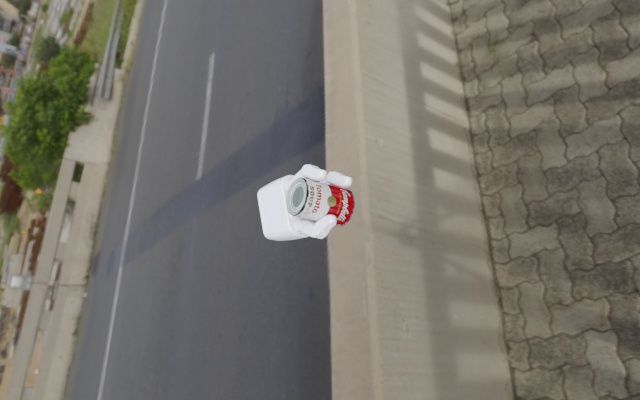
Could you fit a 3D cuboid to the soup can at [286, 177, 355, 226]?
[{"bbox_3d":[0.000,0.003,0.828,0.102,0.068,0.068,14,-8,-33],"label":"soup can"}]
